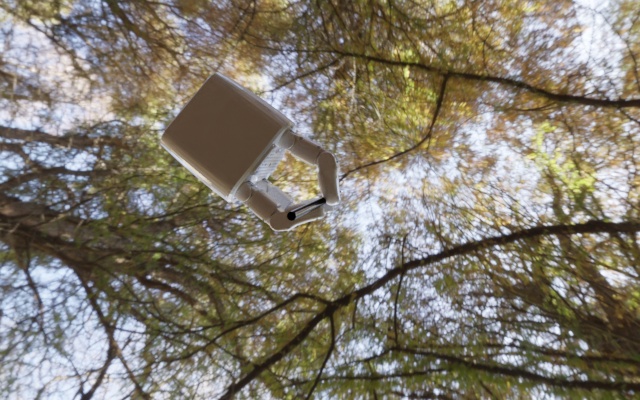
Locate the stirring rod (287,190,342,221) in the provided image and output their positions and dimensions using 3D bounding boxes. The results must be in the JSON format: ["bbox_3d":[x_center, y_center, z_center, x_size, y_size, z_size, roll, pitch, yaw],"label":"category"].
[{"bbox_3d":[0.000,0.002,0.518,0.011,0.011,0.239,0,5,12],"label":"stirring rod"}]
